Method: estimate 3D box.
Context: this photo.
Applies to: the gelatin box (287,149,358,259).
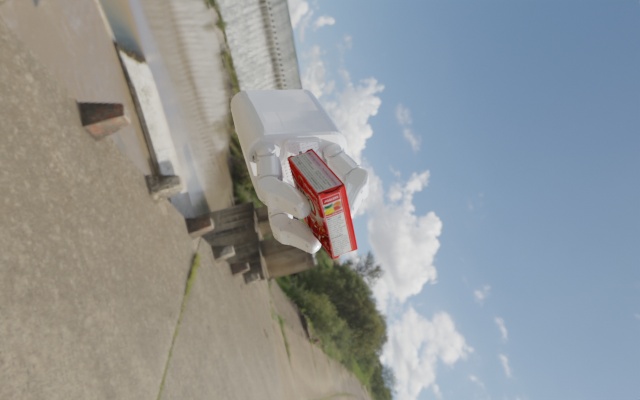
[{"bbox_3d":[0.001,0.001,0.456,0.030,0.073,0.089,-21,33,-12],"label":"gelatin box"}]
